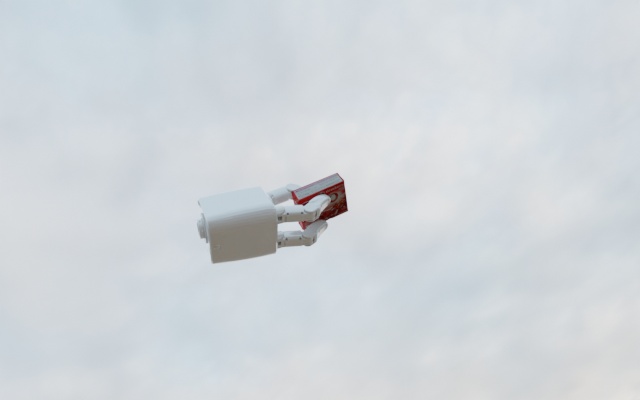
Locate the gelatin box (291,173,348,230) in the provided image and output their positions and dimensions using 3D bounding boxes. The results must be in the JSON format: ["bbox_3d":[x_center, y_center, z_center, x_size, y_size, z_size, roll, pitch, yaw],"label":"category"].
[{"bbox_3d":[0.000,0.002,0.807,0.089,0.073,0.030,-23,45,-13],"label":"gelatin box"}]
